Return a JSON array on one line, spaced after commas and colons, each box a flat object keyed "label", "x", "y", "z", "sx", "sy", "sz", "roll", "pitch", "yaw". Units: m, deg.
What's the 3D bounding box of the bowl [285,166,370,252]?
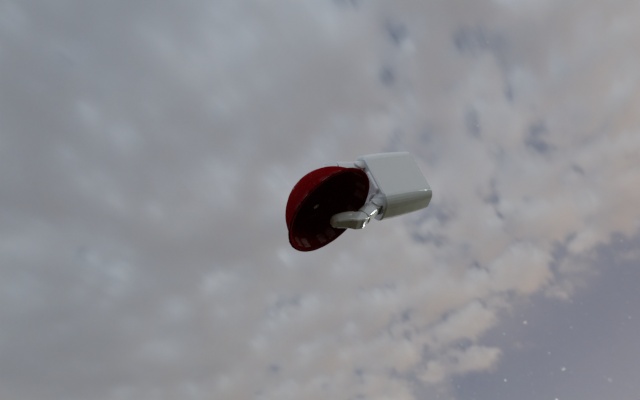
[{"label": "bowl", "x": -0.001, "y": 0.002, "z": 0.751, "sx": 0.162, "sy": 0.162, "sz": 0.055, "roll": 0, "pitch": 36, "yaw": -50}]
